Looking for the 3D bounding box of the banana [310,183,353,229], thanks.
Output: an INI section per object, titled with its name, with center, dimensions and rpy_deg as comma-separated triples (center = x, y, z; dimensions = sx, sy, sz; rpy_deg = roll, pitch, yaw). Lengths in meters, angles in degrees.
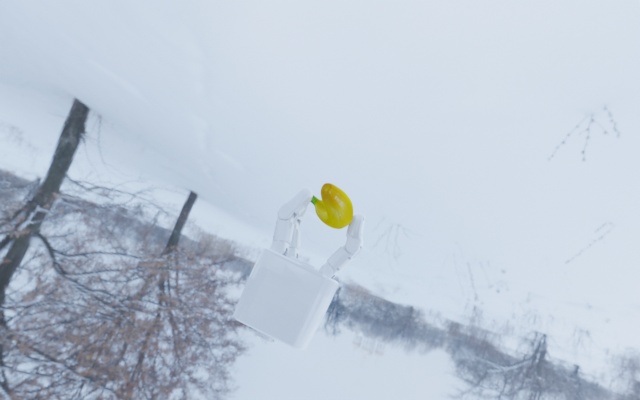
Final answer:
[banana]
center = 0.015, 0.012, 0.674
dimensions = 0.069, 0.037, 0.198
rpy_deg = 32, -9, -5
